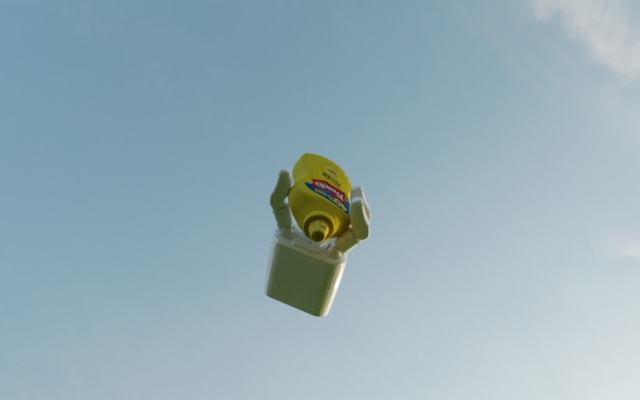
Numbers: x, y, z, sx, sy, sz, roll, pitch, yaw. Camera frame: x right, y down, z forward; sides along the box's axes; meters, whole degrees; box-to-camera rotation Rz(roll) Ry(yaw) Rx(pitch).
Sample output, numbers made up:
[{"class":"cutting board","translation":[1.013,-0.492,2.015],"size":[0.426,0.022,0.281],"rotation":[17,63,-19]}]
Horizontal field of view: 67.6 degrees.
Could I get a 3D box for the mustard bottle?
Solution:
[{"class":"mustard bottle","translation":[0.000,0.002,0.676],"size":[0.096,0.058,0.191],"rotation":[35,24,-14]}]
